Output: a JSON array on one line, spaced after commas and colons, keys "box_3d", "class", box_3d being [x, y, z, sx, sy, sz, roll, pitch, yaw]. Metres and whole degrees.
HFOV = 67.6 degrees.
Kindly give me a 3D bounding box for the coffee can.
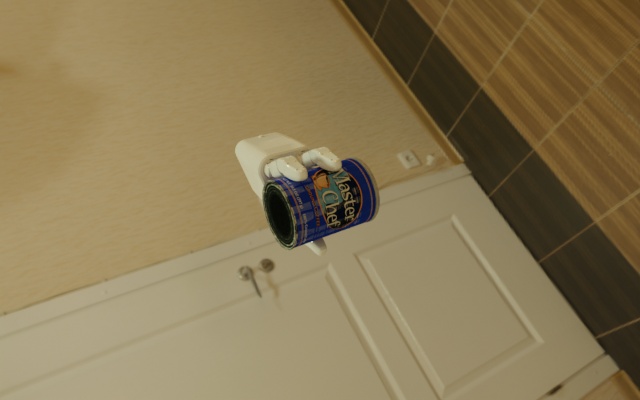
[{"box_3d": [0.000, 0.002, 0.697, 0.140, 0.103, 0.103, -18, 8, -26], "class": "coffee can"}]
